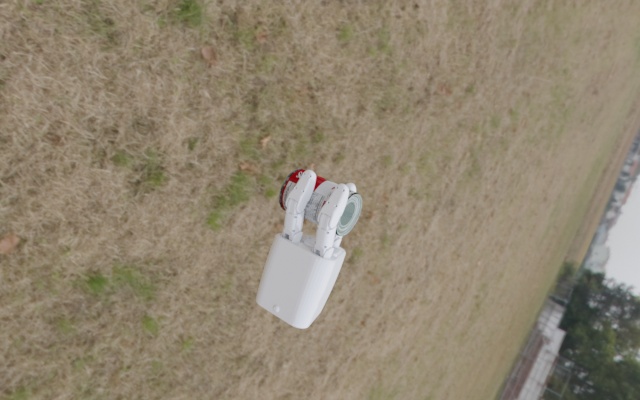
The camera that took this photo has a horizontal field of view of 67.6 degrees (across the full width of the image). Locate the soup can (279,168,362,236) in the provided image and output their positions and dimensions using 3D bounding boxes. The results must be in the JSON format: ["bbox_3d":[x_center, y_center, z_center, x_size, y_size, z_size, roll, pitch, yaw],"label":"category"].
[{"bbox_3d":[0.001,0.002,0.690,0.102,0.068,0.068,25,12,28],"label":"soup can"}]
